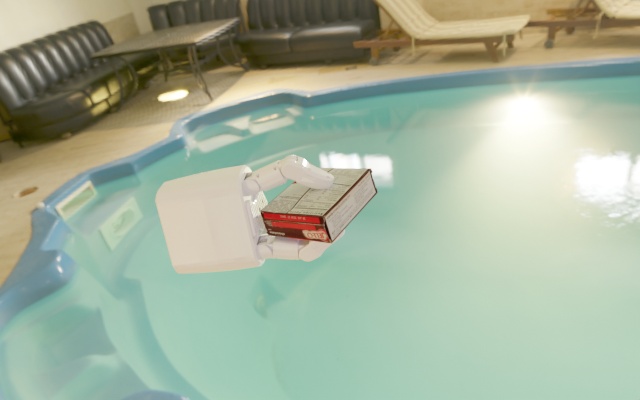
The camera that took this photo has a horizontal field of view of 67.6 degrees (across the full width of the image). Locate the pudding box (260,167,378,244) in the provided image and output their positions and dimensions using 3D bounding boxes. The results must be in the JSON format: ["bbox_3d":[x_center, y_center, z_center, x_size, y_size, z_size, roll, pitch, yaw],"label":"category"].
[{"bbox_3d":[0.000,0.002,0.551,0.090,0.039,0.113,5,35,35],"label":"pudding box"}]
